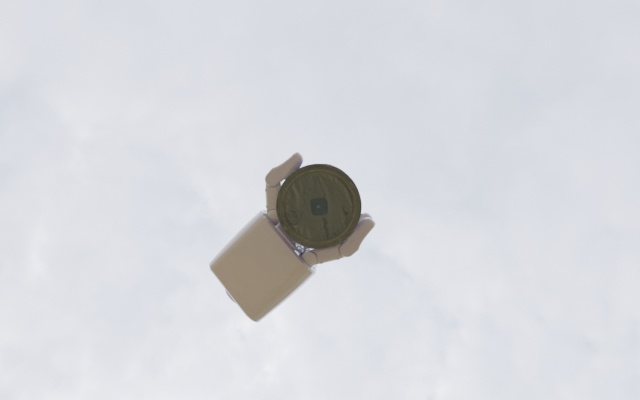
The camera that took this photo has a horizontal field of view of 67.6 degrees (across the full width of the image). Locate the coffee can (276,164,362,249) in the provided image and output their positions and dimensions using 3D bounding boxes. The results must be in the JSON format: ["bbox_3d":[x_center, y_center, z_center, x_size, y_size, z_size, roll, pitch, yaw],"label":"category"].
[{"bbox_3d":[0.000,0.002,0.636,0.103,0.103,0.140,0,5,2],"label":"coffee can"}]
